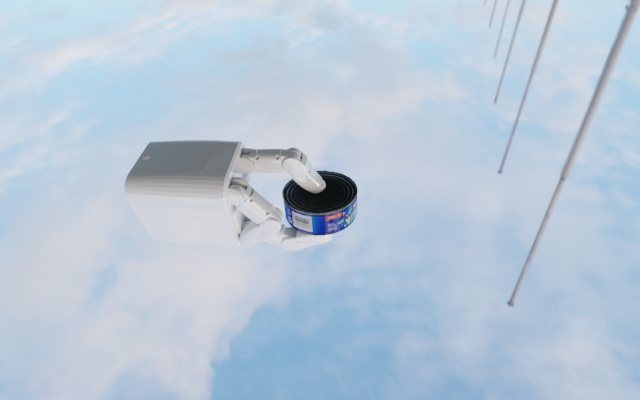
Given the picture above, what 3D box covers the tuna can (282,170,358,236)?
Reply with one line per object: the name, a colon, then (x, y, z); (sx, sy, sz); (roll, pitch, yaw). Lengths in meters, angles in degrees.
tuna can: (0.000, 0.002, 0.551); (0.086, 0.034, 0.086); (-2, 36, 2)
